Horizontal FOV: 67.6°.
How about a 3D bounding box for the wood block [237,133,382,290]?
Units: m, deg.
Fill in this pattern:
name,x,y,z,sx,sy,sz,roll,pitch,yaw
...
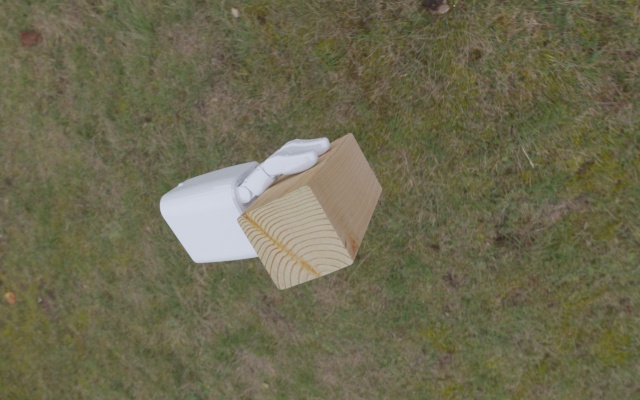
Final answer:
name,x,y,z,sx,sy,sz,roll,pitch,yaw
wood block,0.000,0.002,0.553,0.090,0.091,0.206,-24,13,23
